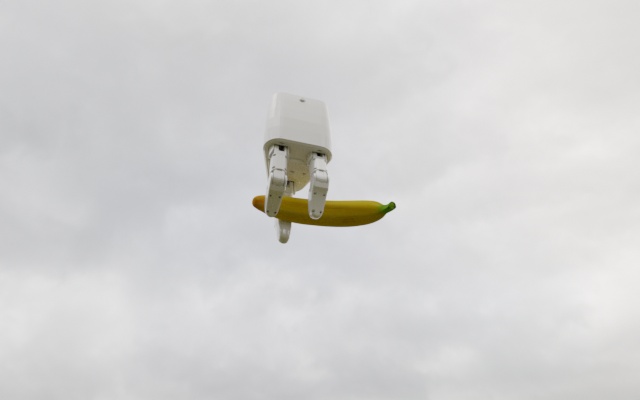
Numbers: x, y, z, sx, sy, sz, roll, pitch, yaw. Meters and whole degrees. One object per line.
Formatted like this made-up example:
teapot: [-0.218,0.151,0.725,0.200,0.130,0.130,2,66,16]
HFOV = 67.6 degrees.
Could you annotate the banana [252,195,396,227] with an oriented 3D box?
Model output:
banana: [0.006,0.012,0.673,0.198,0.037,0.070,0,-30,8]
